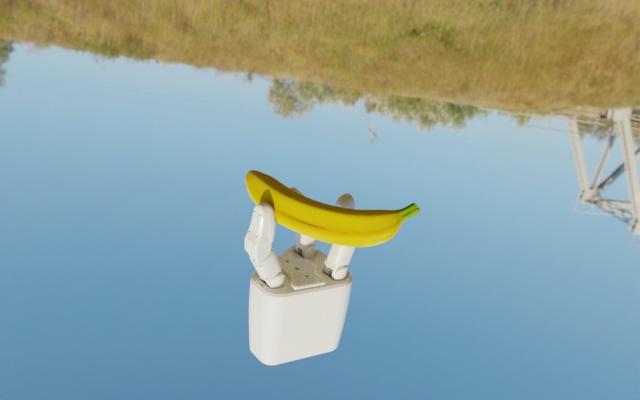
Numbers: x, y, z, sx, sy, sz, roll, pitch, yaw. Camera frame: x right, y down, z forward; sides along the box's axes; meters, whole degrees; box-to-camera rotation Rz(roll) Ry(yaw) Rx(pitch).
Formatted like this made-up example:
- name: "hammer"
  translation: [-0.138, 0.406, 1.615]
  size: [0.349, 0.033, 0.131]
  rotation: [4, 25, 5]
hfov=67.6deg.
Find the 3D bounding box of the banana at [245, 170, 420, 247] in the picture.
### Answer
- name: "banana"
  translation: [-0.004, 0.010, 0.491]
  size: [0.198, 0.037, 0.069]
  rotation: [14, 31, 19]
